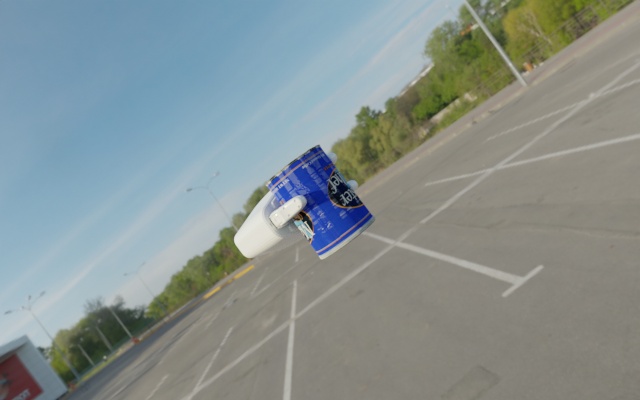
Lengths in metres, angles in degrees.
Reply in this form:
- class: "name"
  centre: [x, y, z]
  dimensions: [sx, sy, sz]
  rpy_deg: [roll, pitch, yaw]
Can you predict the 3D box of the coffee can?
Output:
- class: "coffee can"
  centre: [0.000, 0.002, 0.718]
  dimensions: [0.103, 0.140, 0.103]
  rpy_deg: [-37, 0, 0]
